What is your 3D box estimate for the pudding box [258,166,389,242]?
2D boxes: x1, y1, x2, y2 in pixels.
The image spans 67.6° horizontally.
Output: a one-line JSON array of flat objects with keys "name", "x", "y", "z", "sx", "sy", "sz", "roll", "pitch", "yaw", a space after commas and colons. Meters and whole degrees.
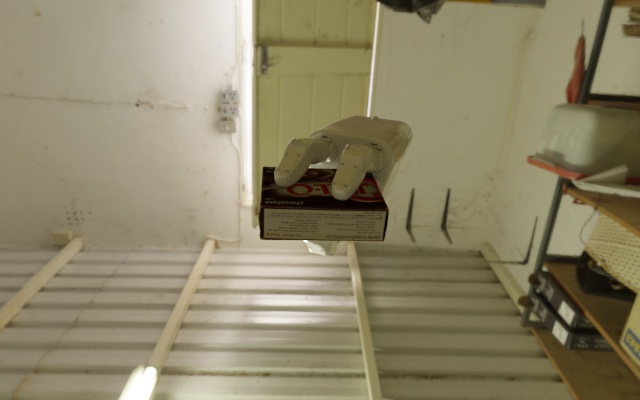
[{"name": "pudding box", "x": 0.000, "y": 0.002, "z": 0.447, "sx": 0.113, "sy": 0.039, "sz": 0.090, "roll": -1, "pitch": 25, "yaw": -5}]
